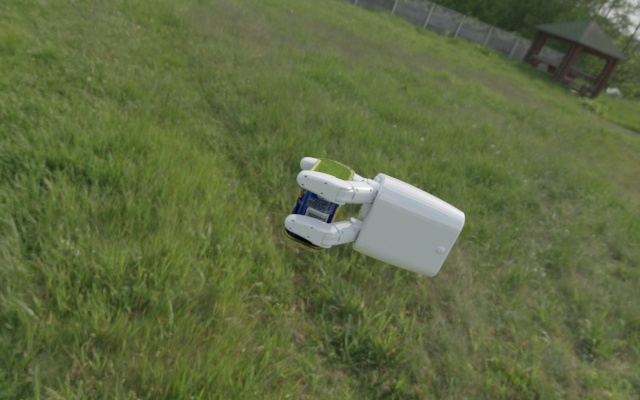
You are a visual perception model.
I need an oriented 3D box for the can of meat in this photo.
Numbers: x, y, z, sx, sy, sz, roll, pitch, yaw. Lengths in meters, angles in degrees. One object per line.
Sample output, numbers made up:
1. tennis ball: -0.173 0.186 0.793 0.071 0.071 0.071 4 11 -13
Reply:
1. can of meat: 0.000 0.002 0.597 0.057 0.084 0.102 24 25 3
